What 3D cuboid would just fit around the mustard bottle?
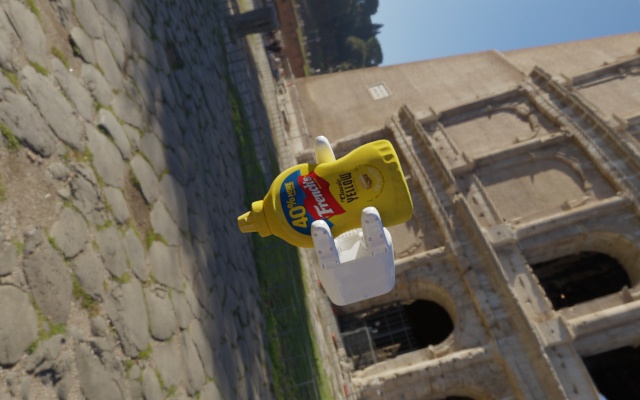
[{"bbox_3d":[0.000,0.002,0.542,0.191,0.096,0.058,-16,-16,1],"label":"mustard bottle"}]
